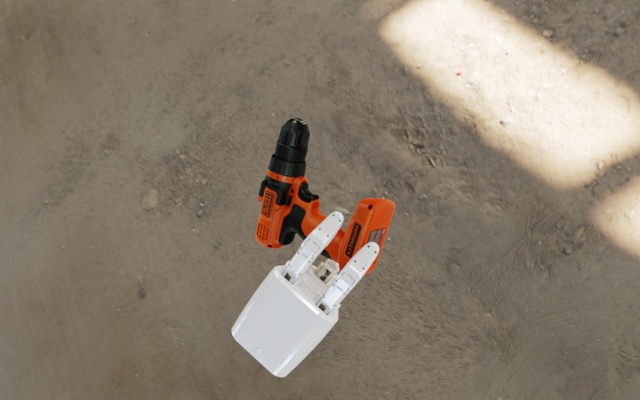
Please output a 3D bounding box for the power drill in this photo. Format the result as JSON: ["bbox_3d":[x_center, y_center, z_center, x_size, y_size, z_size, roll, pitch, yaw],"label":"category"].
[{"bbox_3d":[0.000,0.002,0.618,0.187,0.184,0.057,26,22,35],"label":"power drill"}]
